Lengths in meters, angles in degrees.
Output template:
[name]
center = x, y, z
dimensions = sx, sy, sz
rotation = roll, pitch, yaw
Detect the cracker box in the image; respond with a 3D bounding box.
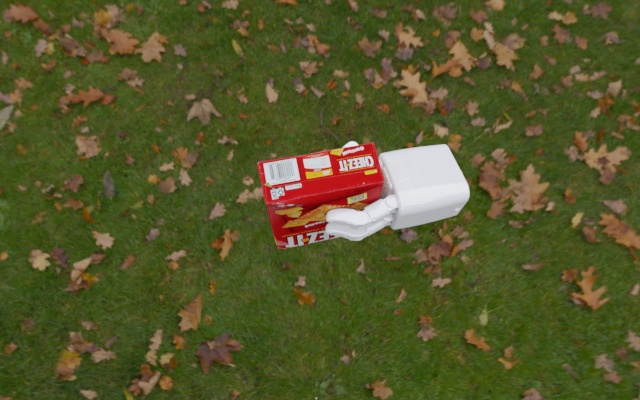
[cracker box]
center = 0.000, 0.002, 0.731
dimensions = 0.164, 0.072, 0.214
rotation = -10, -22, -5
